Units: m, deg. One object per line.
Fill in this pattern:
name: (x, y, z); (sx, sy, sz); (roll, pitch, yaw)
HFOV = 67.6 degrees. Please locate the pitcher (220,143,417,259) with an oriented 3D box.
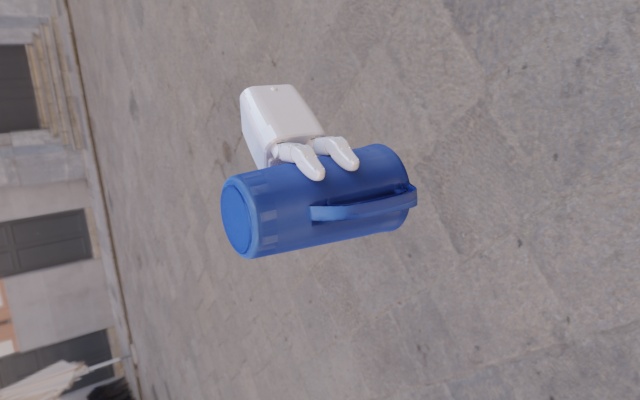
pitcher: (0.000, 0.002, 0.646); (0.243, 0.145, 0.149); (-12, -30, -31)
